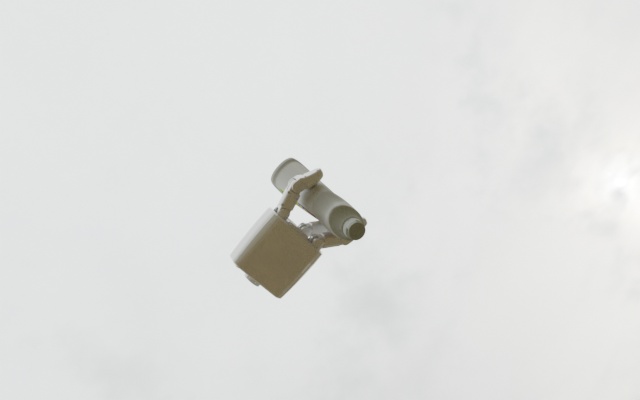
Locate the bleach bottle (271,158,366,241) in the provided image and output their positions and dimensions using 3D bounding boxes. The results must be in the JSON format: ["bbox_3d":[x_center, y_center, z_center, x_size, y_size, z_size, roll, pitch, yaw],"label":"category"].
[{"bbox_3d":[0.000,0.003,0.807,0.103,0.068,0.250,42,-2,-29],"label":"bleach bottle"}]
